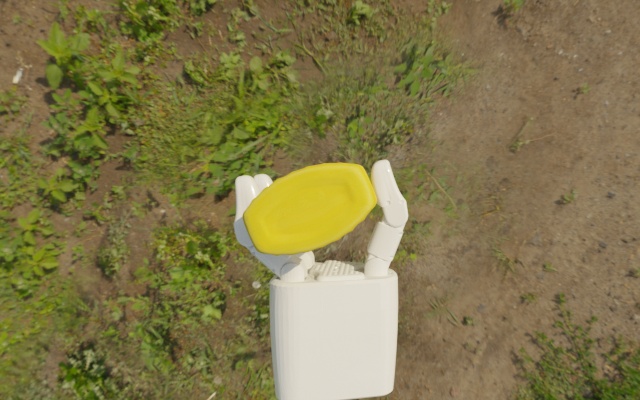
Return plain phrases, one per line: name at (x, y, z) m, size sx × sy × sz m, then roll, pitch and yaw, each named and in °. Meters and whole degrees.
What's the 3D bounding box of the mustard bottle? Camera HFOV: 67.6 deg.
mustard bottle at (0.000, 0.001, 0.426) m, size 0.096 × 0.058 × 0.191 m, roll -24°, pitch 1°, yaw 7°
